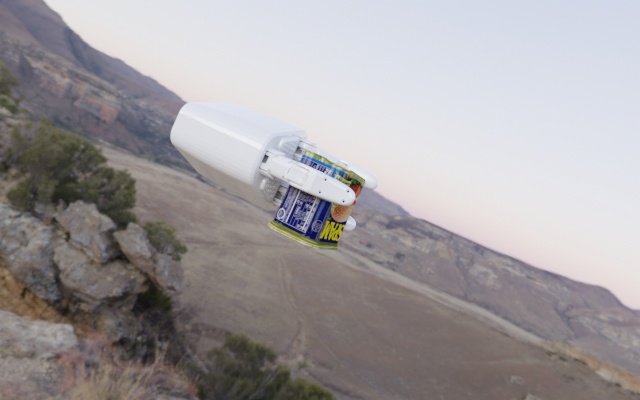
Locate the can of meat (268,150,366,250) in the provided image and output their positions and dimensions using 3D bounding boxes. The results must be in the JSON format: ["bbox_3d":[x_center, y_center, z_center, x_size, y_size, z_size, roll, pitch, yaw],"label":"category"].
[{"bbox_3d":[0.000,0.001,0.496,0.057,0.084,0.102,25,1,19],"label":"can of meat"}]
